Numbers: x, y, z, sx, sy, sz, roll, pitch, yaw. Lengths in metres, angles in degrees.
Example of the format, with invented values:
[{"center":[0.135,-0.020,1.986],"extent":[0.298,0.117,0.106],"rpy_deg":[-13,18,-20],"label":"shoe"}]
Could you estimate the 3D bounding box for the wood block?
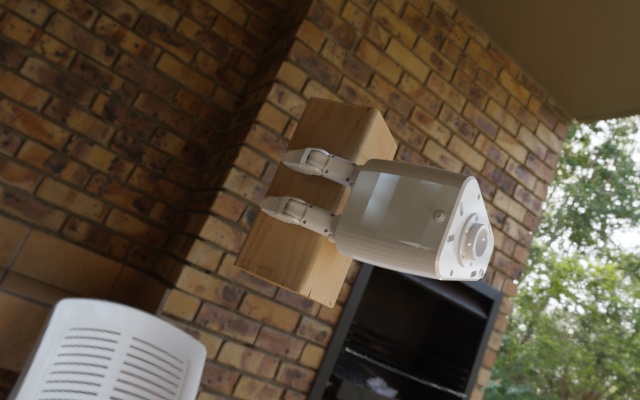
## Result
[{"center":[0.001,0.002,0.534],"extent":[0.090,0.206,0.091],"rpy_deg":[17,-14,29],"label":"wood block"}]
